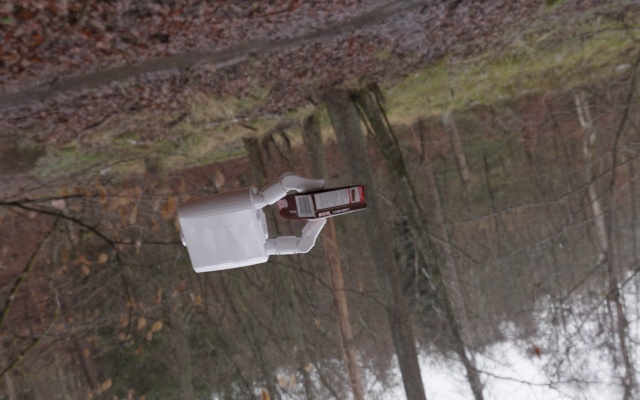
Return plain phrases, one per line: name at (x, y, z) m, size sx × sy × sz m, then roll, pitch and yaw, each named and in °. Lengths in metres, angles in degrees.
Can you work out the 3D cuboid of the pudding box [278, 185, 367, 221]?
pudding box at (0.000, 0.002, 0.704) m, size 0.090 × 0.039 × 0.113 m, roll -12°, pitch 6°, yaw -29°
